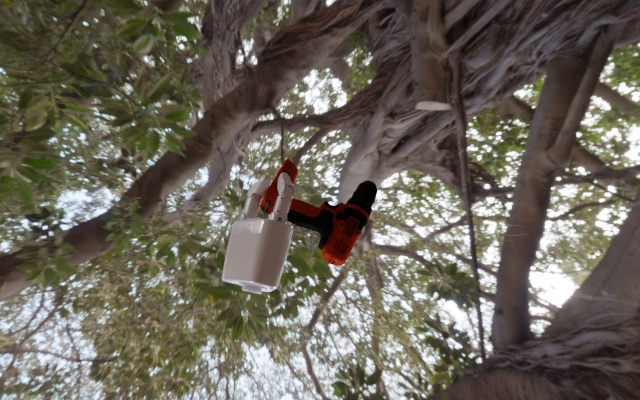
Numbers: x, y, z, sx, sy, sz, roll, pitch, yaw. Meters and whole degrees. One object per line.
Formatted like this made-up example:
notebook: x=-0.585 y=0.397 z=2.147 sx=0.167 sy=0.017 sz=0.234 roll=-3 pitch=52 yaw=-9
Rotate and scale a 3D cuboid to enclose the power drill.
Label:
power drill: x=0.000 y=0.003 z=0.868 sx=0.187 sy=0.184 sz=0.057 roll=29 pitch=-31 yaw=-1
